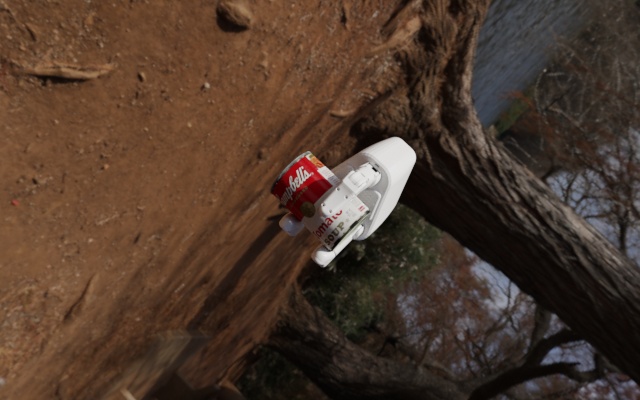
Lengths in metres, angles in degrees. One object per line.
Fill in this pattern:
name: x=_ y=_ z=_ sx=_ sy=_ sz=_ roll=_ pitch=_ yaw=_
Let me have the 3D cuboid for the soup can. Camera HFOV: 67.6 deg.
soup can: x=0.000 y=0.002 z=0.560 sx=0.102 sy=0.068 sz=0.068 roll=44 pitch=8 yaw=8
